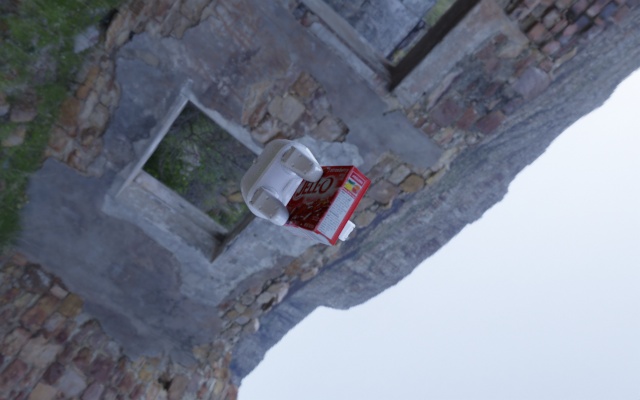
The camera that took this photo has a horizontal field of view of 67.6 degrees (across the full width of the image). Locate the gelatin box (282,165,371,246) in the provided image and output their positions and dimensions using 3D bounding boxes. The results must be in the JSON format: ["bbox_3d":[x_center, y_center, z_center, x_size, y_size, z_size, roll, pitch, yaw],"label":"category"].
[{"bbox_3d":[0.001,0.002,0.473,0.030,0.073,0.089,38,-14,-25],"label":"gelatin box"}]
